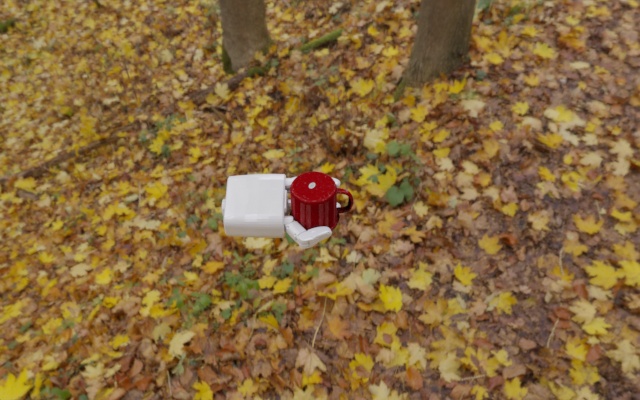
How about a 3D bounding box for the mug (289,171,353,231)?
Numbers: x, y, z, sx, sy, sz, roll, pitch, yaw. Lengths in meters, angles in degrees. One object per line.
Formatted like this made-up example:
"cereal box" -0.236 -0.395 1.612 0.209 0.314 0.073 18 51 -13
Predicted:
"mug" 0.002 0.003 0.848 0.117 0.093 0.082 -1 -45 0
